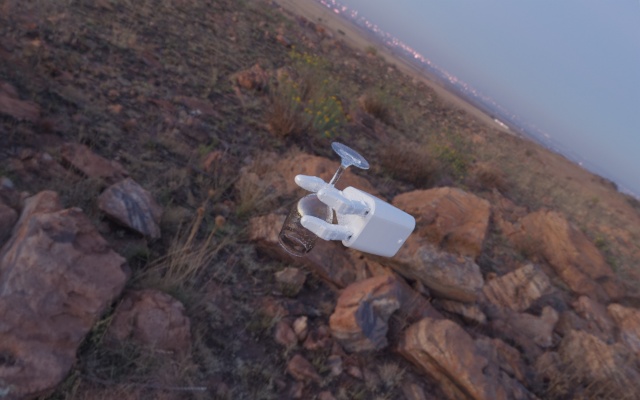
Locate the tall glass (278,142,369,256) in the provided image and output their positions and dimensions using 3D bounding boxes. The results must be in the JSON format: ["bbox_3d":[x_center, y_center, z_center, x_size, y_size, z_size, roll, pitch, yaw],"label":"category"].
[{"bbox_3d":[0.000,0.002,0.828,0.079,0.201,0.079,28,21,-12],"label":"tall glass"}]
